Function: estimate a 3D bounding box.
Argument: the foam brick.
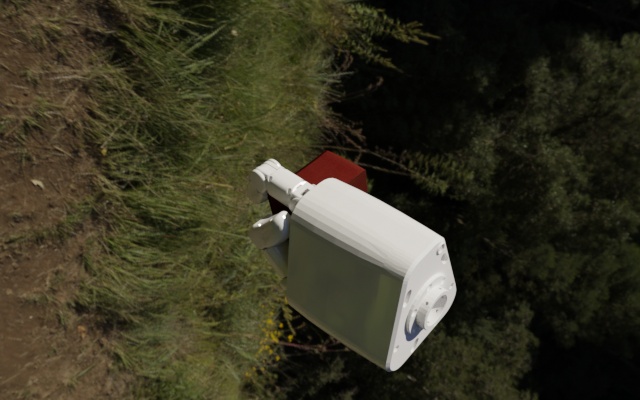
[{"bbox_3d":[0.000,0.001,0.432,0.051,0.053,0.078,28,53,35],"label":"foam brick"}]
